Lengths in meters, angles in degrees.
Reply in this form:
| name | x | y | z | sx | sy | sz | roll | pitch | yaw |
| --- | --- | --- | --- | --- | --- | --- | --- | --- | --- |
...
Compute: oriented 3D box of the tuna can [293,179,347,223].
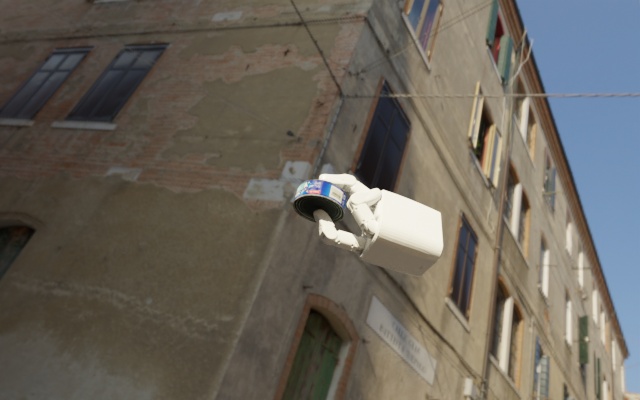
| name | x | y | z | sx | sy | sz | roll | pitch | yaw |
| --- | --- | --- | --- | --- | --- | --- | --- | --- | --- |
| tuna can | 0.000 | 0.002 | 0.786 | 0.086 | 0.033 | 0.086 | 10 | -32 | 6 |
